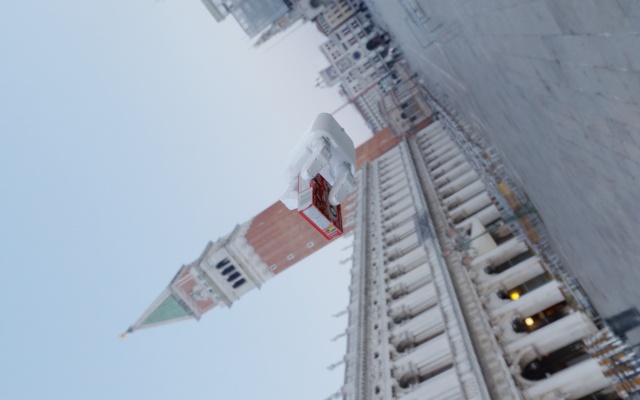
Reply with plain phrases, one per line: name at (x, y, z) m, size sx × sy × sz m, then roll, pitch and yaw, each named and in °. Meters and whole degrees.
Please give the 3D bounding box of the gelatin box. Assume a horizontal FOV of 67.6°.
gelatin box at (0.000, 0.003, 0.695) m, size 0.030 × 0.089 × 0.073 m, roll -29°, pitch -54°, yaw 22°
